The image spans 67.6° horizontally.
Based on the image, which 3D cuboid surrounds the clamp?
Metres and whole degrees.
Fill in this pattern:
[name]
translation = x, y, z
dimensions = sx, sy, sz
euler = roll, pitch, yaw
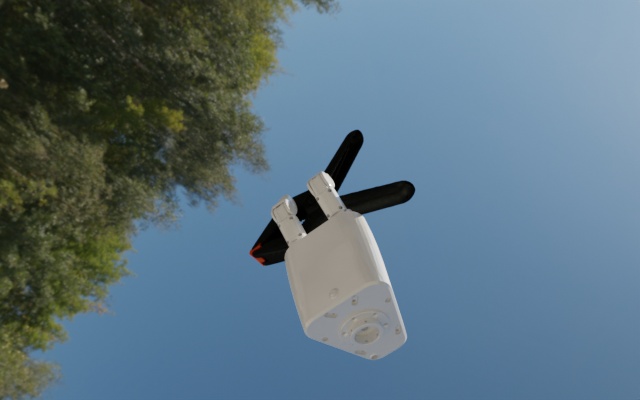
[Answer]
[clamp]
translation = 0.000, 0.003, 0.588
dimensions = 0.210, 0.036, 0.164
euler = -35, 34, 11
